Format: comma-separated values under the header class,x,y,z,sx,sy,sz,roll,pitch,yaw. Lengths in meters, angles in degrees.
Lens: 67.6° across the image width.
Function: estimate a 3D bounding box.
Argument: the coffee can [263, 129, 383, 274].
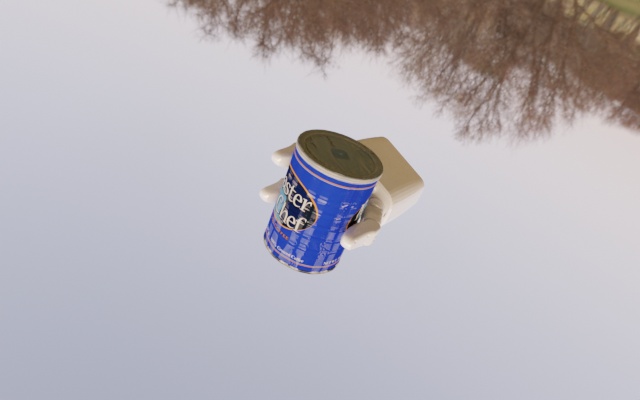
class,x,y,z,sx,sy,sz,roll,pitch,yaw
coffee can,0.000,0.002,0.567,0.103,0.140,0.102,16,32,-10
